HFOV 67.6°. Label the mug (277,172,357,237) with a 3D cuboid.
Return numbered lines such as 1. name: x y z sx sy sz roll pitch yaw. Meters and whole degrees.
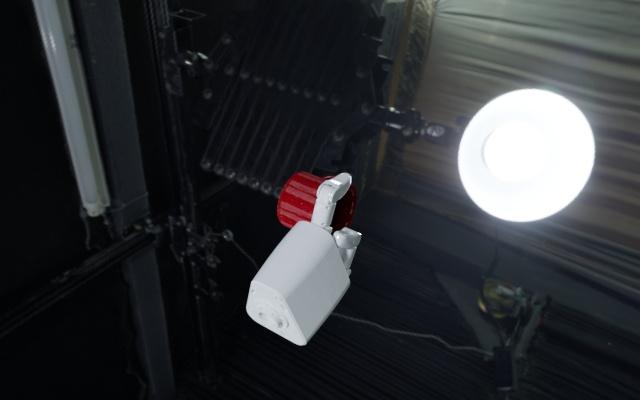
1. mug: 0.001 0.001 0.670 0.081 0.093 0.117 22 49 22
